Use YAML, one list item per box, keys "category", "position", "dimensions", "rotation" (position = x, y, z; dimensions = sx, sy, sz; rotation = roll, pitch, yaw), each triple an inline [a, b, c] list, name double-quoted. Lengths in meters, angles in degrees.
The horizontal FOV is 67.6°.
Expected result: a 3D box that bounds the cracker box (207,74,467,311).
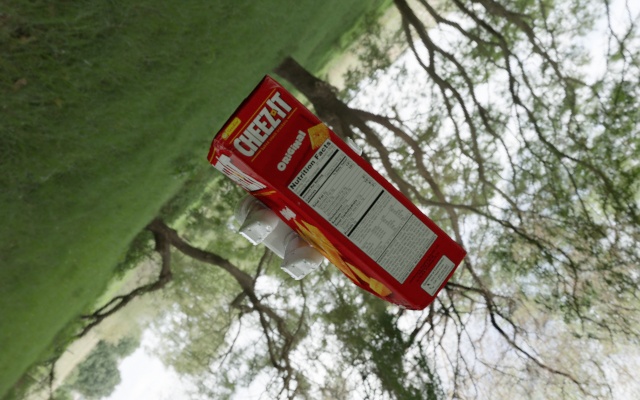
- category: "cracker box"
  position: [0.000, 0.001, 0.435]
  dimensions: [0.214, 0.072, 0.164]
  rotation: [40, -10, -11]
